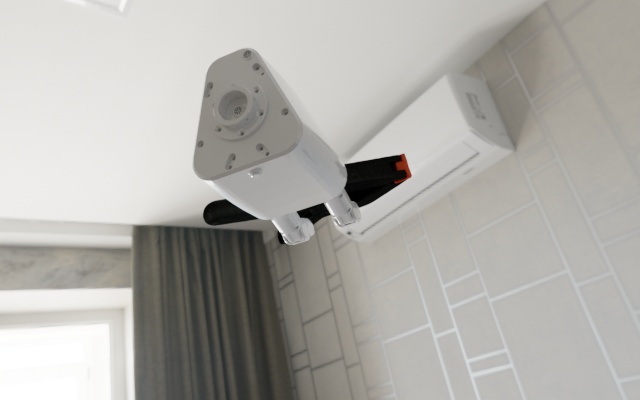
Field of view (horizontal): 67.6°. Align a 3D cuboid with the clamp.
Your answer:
[{"bbox_3d":[0.000,0.001,0.532,0.210,0.036,0.164,-19,-19,13],"label":"clamp"}]
